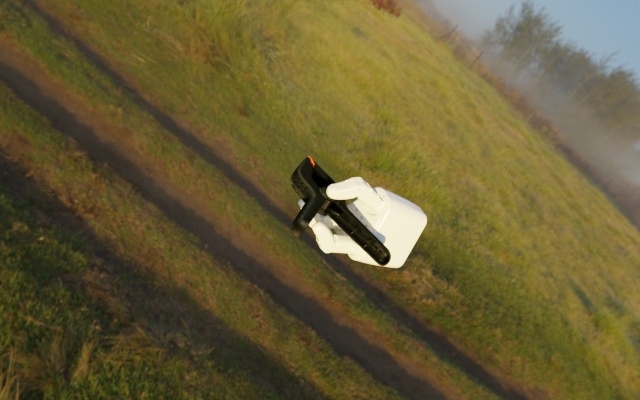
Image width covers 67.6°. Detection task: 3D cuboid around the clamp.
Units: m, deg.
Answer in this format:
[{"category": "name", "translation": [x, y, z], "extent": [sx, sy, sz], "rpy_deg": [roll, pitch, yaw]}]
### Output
[{"category": "clamp", "translation": [0.001, 0.001, 0.684], "extent": [0.164, 0.036, 0.209], "rpy_deg": [18, 30, -40]}]
